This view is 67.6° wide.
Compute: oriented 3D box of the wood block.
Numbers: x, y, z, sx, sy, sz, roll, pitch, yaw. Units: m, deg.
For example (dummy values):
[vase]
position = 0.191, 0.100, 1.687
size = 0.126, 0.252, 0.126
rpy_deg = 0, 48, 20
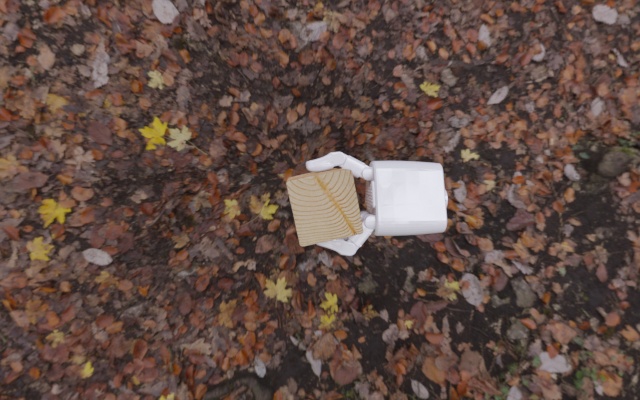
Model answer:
[wood block]
position = 0.000, 0.002, 0.730
size = 0.090, 0.091, 0.206
rpy_deg = -11, 4, -3
